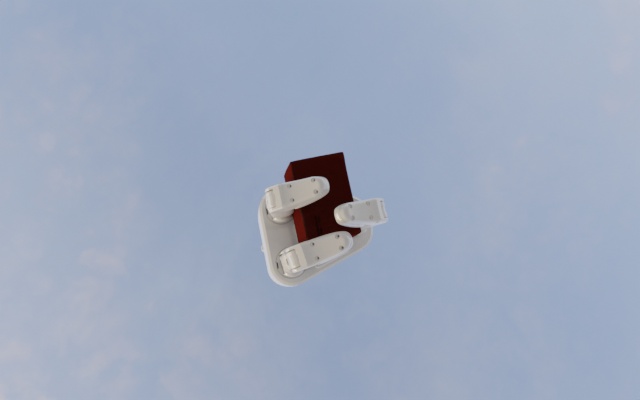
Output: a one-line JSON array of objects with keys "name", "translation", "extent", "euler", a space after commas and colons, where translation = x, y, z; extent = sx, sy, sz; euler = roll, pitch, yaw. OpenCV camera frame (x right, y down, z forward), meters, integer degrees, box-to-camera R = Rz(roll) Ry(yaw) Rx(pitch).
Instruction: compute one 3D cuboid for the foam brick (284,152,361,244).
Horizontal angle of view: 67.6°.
[{"name": "foam brick", "translation": [0.000, 0.001, 0.452], "extent": [0.053, 0.078, 0.051], "euler": [-10, -9, -12]}]
